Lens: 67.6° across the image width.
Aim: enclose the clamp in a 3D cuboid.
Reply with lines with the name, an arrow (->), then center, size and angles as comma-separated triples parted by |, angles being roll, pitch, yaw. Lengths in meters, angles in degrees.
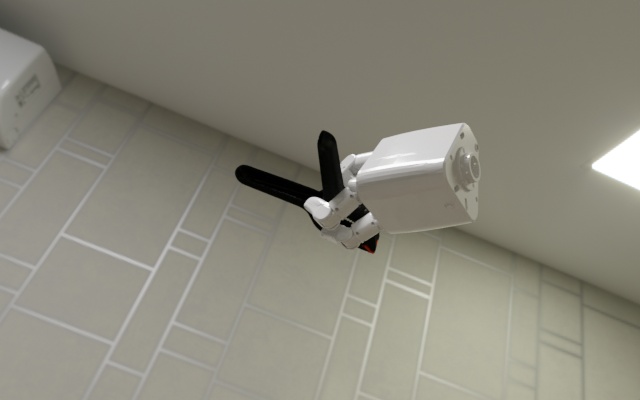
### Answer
clamp -> 0.001, 0.002, 0.615 | 0.164, 0.036, 0.210 | -9, -43, 38
